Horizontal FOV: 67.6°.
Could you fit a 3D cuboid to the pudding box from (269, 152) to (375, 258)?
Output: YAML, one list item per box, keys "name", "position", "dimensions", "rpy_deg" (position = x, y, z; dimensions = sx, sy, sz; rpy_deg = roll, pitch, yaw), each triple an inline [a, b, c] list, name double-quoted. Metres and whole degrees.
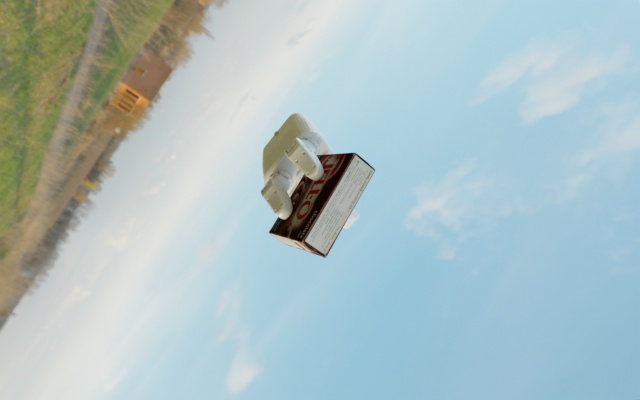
- name: "pudding box"
  position: [0.000, 0.002, 0.527]
  dimensions: [0.039, 0.113, 0.090]
  rpy_deg: [34, -13, -24]
